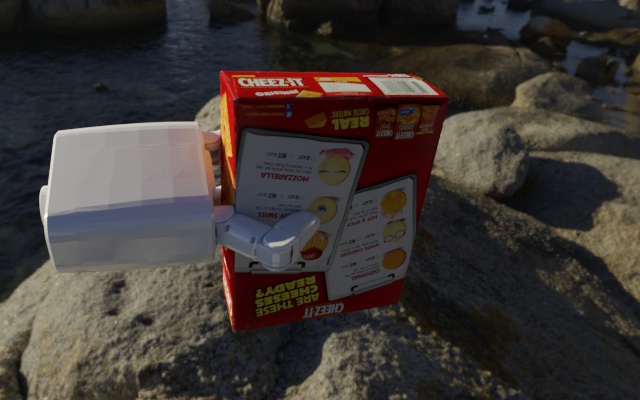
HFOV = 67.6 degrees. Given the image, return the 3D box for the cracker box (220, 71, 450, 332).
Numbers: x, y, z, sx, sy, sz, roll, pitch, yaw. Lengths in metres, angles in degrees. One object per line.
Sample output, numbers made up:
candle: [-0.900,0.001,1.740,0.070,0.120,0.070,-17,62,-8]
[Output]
cracker box: [0.000,0.001,0.409,0.164,0.214,0.072,-5,34,-18]
